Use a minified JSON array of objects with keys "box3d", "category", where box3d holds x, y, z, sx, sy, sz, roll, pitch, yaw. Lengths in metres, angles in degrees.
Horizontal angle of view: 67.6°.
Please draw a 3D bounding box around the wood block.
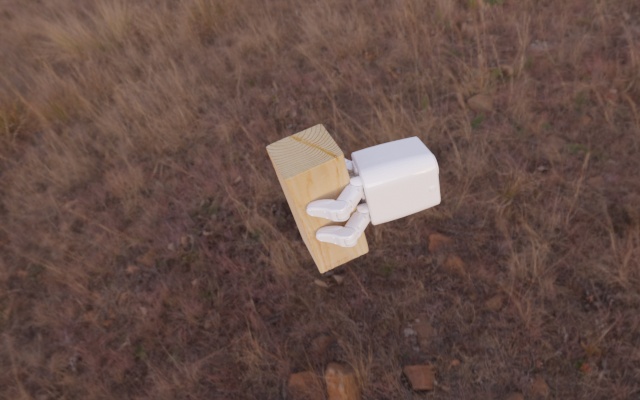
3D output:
[{"box3d":[0.000,0.002,0.728,0.090,0.206,0.090,-24,42,-6],"category":"wood block"}]
